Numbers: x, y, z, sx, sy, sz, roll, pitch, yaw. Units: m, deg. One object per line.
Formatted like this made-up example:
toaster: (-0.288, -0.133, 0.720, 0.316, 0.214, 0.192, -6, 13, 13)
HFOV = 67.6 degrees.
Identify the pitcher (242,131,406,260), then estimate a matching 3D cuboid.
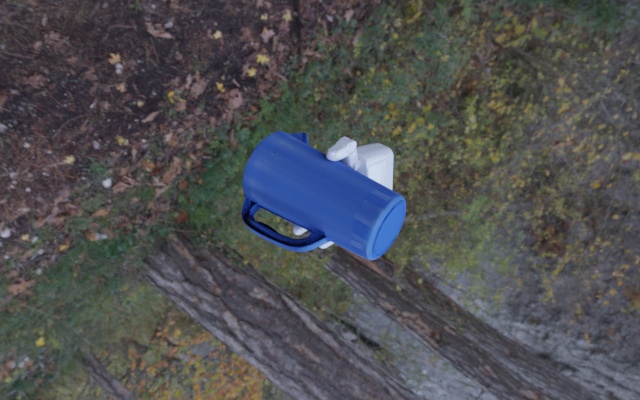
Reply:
pitcher: (0.000, 0.002, 0.751, 0.242, 0.149, 0.145, 28, 28, 26)
